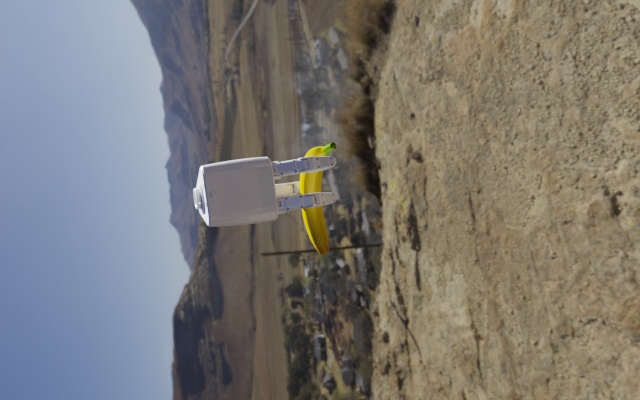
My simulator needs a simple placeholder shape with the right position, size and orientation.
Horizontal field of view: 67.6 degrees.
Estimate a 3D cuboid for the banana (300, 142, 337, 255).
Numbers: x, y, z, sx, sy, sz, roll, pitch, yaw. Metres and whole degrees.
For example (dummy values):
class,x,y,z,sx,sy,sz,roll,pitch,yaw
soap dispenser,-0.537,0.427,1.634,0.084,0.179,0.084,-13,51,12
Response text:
class,x,y,z,sx,sy,sz,roll,pitch,yaw
banana,-0.009,-0.007,0.804,0.037,0.198,0.069,-10,25,-27
